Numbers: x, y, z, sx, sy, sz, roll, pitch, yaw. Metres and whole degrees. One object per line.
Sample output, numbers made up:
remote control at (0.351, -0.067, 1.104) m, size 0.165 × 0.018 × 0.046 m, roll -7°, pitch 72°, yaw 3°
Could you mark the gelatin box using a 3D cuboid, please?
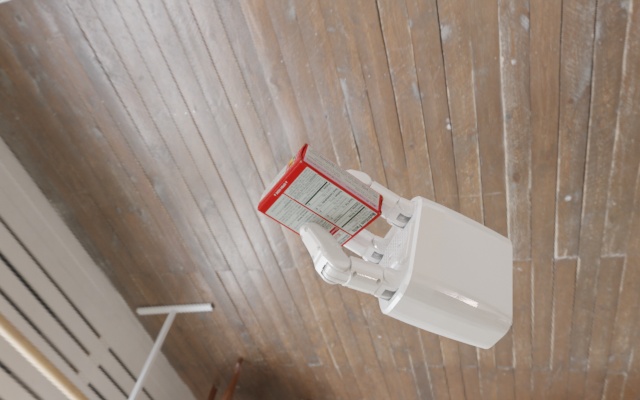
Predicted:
gelatin box at (0.000, 0.002, 0.430) m, size 0.089 × 0.030 × 0.073 m, roll 32°, pitch -52°, yaw -17°
